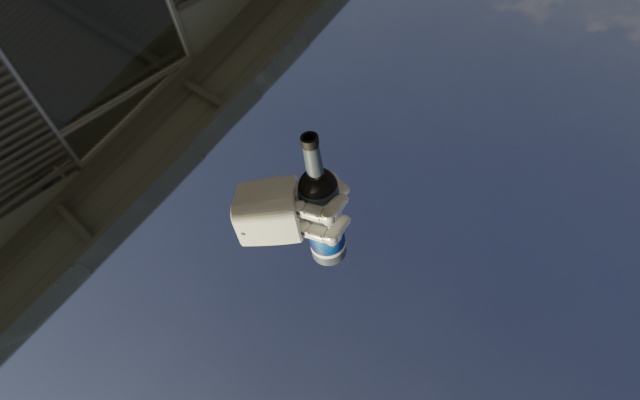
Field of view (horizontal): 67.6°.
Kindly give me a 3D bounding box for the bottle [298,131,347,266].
[{"bbox_3d":[0.000,0.003,0.807,0.069,0.069,0.296,0,-41,9],"label":"bottle"}]
